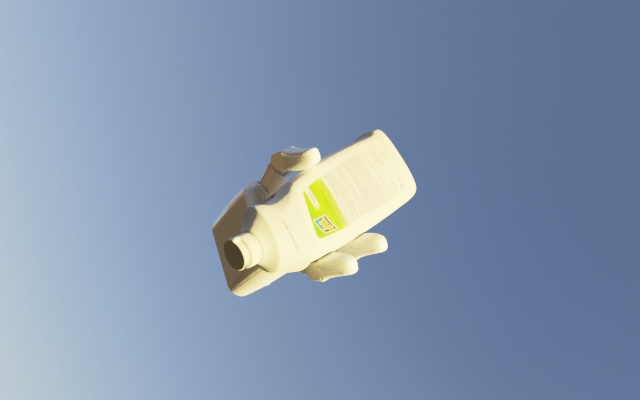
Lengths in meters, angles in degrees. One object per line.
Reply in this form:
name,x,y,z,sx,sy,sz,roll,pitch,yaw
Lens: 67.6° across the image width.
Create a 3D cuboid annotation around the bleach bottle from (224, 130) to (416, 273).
bleach bottle,0.000,0.002,0.505,0.250,0.102,0.068,-26,-9,-44
